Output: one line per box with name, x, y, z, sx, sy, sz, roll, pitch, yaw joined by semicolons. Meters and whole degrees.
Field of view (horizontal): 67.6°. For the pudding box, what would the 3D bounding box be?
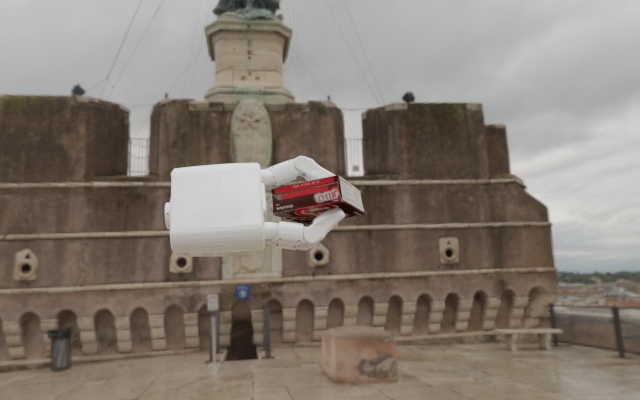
pudding box;0.000;0.002;0.614;0.090;0.039;0.113;-10;-10;18
